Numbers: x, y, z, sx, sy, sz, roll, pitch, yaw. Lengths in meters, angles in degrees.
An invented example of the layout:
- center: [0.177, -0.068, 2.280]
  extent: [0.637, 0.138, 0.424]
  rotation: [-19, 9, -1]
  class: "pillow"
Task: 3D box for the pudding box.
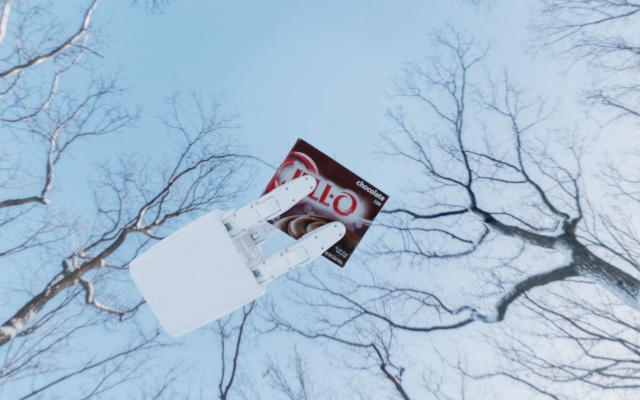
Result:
- center: [0.000, 0.002, 0.497]
  extent: [0.113, 0.090, 0.039]
  rotation: [32, 5, -6]
  class: "pudding box"
